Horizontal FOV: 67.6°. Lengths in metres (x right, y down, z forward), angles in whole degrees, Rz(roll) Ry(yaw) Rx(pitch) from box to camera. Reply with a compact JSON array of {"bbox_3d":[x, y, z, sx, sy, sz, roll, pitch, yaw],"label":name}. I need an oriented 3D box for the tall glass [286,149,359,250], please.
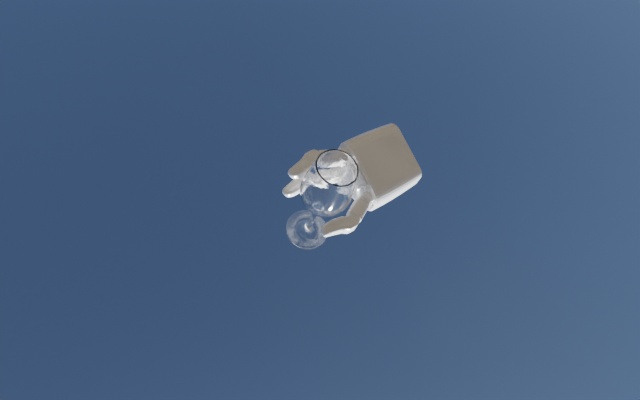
[{"bbox_3d":[0.000,0.003,0.740,0.079,0.079,0.201,0,-29,-15],"label":"tall glass"}]
